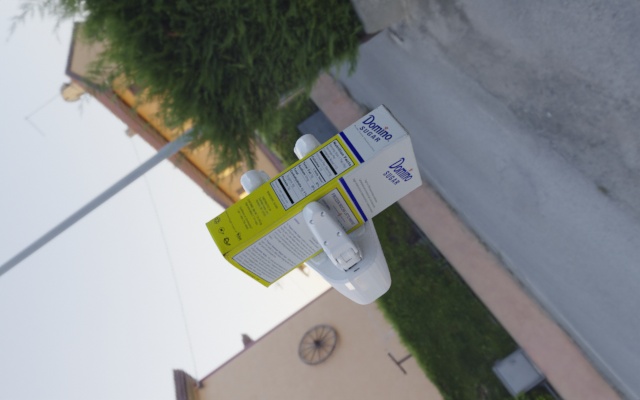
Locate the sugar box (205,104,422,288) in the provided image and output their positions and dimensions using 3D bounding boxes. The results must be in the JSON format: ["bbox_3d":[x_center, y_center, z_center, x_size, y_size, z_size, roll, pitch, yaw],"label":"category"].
[{"bbox_3d":[0.000,0.001,0.415,0.176,0.048,0.093,-36,-30,0],"label":"sugar box"}]
